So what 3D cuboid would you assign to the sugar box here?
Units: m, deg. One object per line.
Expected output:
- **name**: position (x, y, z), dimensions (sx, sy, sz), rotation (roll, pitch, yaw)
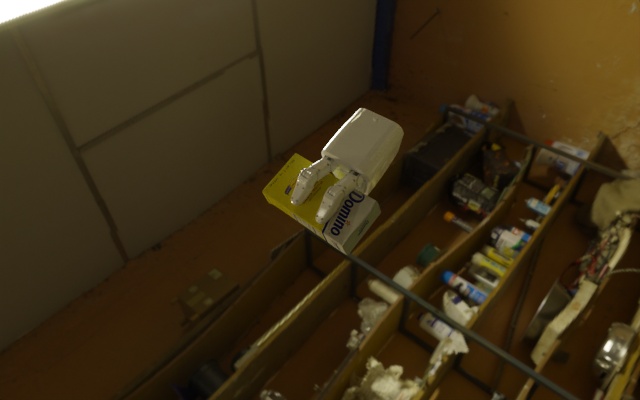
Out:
- **sugar box**: position (0.000, 0.002, 0.777), dimensions (0.176, 0.093, 0.048), rotation (31, -16, 29)
